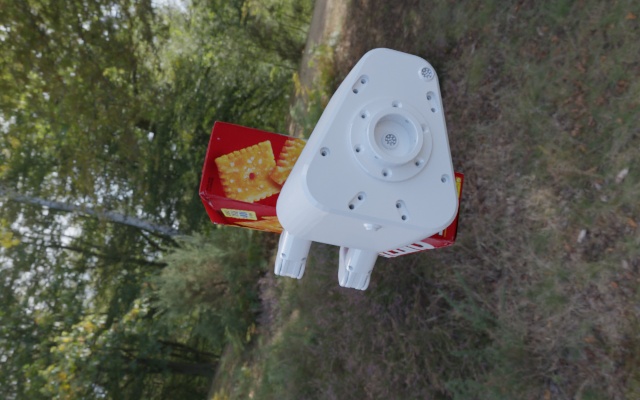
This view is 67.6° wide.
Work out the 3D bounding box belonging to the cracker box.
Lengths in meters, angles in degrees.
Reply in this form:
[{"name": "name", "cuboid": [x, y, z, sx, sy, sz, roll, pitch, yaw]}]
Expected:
[{"name": "cracker box", "cuboid": [0.000, 0.001, 0.460, 0.214, 0.072, 0.164, 12, -12, -8]}]
